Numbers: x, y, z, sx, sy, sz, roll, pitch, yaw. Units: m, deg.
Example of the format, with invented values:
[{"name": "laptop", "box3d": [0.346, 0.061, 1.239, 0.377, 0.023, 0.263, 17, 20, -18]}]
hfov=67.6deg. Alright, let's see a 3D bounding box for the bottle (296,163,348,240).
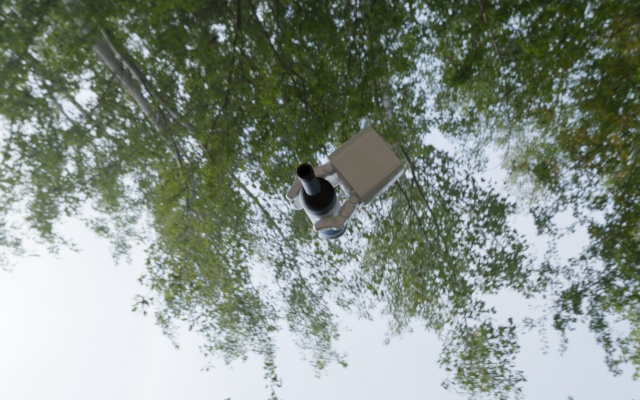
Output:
[{"name": "bottle", "box3d": [0.000, 0.003, 0.900, 0.069, 0.069, 0.296, 0, -20, 11]}]
